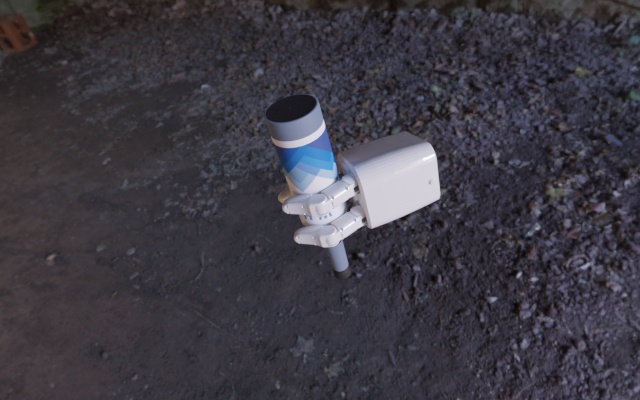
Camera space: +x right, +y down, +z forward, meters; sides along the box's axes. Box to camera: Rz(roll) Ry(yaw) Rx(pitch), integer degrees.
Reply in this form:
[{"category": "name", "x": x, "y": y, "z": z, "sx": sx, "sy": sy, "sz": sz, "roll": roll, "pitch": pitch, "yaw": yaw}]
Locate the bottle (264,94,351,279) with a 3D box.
[{"category": "bottle", "x": 0.000, "y": 0.002, "z": 0.648, "sx": 0.069, "sy": 0.296, "sz": 0.069, "roll": -11, "pitch": 39, "yaw": 9}]
